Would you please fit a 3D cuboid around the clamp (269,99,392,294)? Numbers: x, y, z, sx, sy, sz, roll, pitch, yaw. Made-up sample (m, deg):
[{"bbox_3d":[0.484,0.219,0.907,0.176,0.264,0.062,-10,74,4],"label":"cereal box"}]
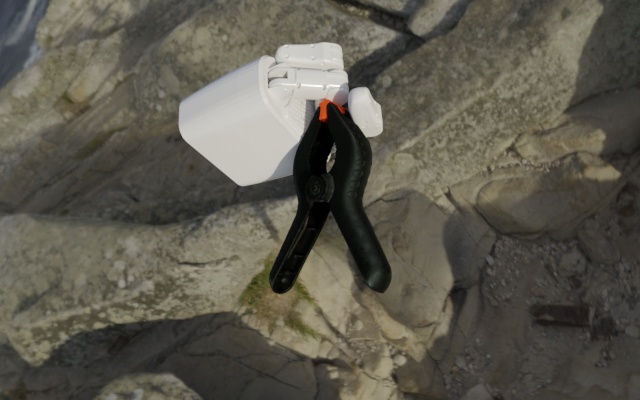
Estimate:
[{"bbox_3d":[0.000,0.001,0.406,0.120,0.171,0.039,-17,-27,32],"label":"clamp"}]
